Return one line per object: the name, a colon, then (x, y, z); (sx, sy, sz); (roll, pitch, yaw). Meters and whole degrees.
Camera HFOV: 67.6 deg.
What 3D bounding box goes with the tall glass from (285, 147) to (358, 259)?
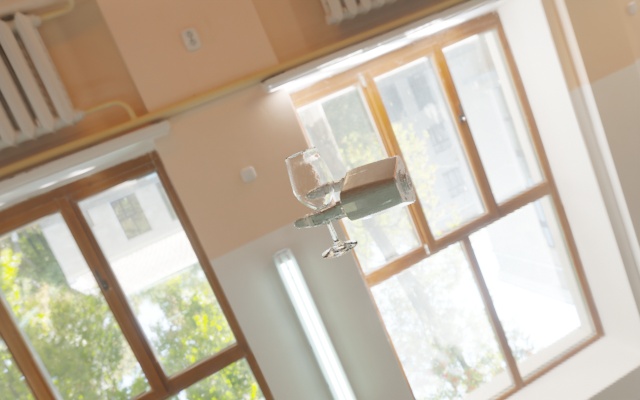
tall glass: (0.000, 0.004, 0.895); (0.079, 0.201, 0.079); (-22, 9, 4)
